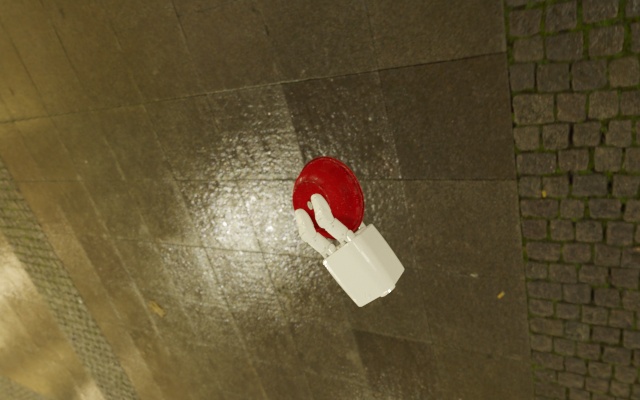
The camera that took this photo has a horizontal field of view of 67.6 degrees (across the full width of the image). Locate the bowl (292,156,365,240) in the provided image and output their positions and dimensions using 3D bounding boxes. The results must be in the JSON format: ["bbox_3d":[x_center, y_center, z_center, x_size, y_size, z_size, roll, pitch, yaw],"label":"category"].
[{"bbox_3d":[-0.001,0.002,0.873,0.162,0.162,0.055,0,14,42],"label":"bowl"}]
